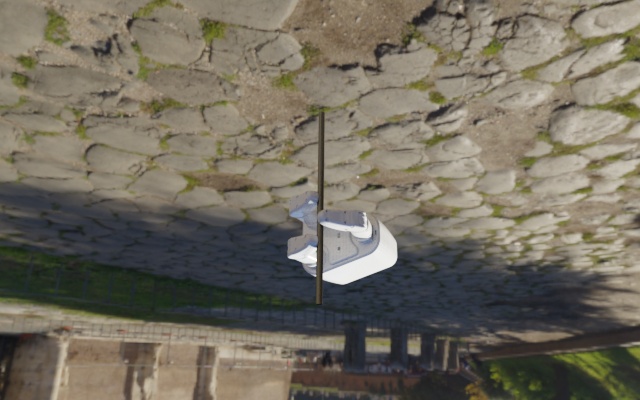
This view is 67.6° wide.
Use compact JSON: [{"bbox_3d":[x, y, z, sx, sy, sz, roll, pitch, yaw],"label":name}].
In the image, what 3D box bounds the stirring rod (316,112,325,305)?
[{"bbox_3d":[0.000,0.002,0.569,0.011,0.239,0.011,1,-19,0],"label":"stirring rod"}]
